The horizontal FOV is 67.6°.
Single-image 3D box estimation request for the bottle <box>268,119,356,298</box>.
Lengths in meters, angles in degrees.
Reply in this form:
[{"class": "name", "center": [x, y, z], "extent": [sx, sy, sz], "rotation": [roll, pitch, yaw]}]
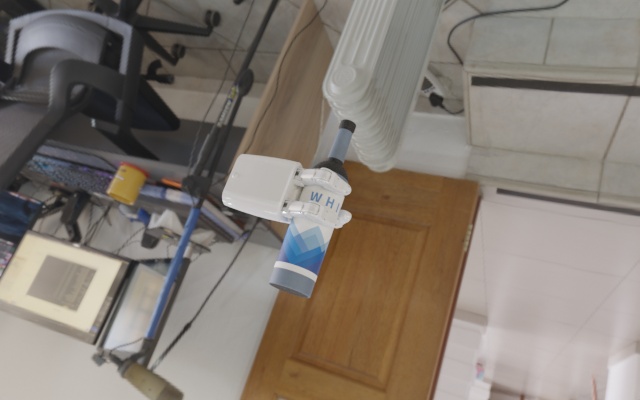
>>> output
[{"class": "bottle", "center": [0.000, 0.003, 0.756], "extent": [0.069, 0.295, 0.069], "rotation": [18, -18, 6]}]
